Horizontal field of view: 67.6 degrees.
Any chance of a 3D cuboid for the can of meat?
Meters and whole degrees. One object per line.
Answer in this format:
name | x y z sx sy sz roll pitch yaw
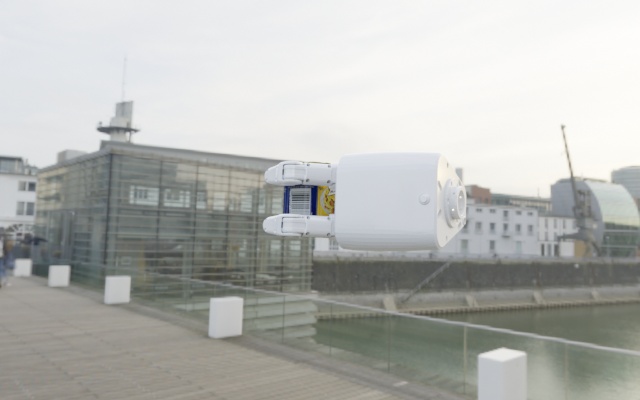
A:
can of meat | 0.000 0.001 0.555 0.057 0.084 0.102 -1 -5 34
